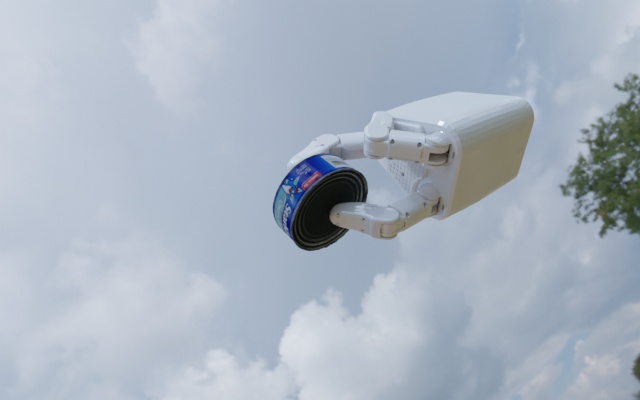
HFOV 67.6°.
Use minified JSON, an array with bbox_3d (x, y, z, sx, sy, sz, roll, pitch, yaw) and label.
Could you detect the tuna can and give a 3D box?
[{"bbox_3d":[0.000,0.001,0.431,0.086,0.086,0.033,0,32,-45],"label":"tuna can"}]
